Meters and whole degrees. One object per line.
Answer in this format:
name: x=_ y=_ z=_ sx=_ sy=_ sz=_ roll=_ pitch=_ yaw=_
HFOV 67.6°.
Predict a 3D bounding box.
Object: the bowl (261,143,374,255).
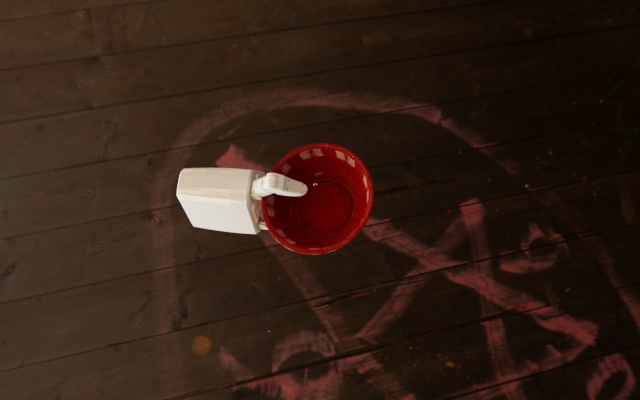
bowl: x=0.001 y=0.003 z=0.682 sx=0.162 sy=0.162 sz=0.055 roll=0 pitch=-17 yaw=16
